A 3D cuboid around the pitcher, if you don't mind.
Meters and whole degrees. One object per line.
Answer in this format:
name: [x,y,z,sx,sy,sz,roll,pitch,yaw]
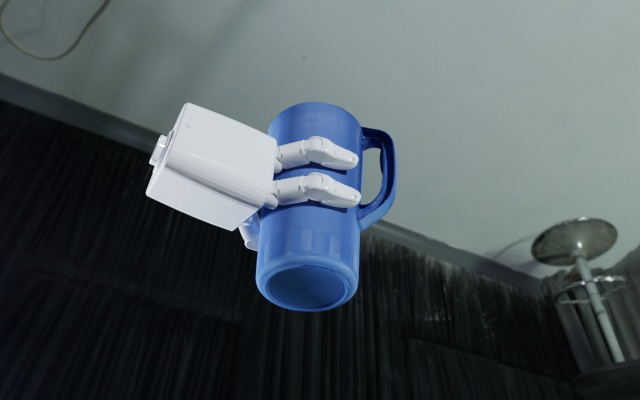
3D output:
pitcher: [0.000,0.002,0.573,0.145,0.242,0.149,24,-46,-22]
